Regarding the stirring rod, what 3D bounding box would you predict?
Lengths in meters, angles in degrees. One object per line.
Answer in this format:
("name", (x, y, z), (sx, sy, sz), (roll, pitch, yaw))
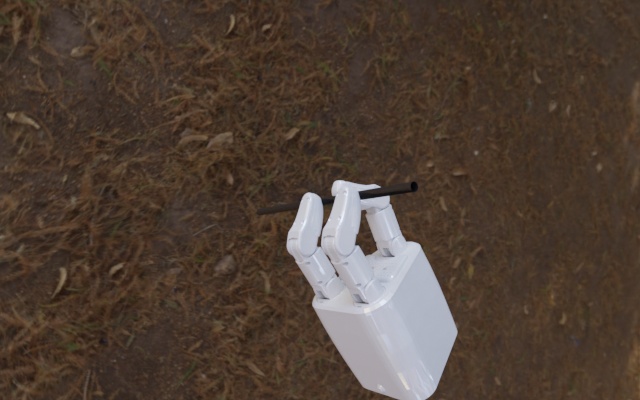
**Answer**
("stirring rod", (0.000, 0.002, 0.455), (0.011, 0.011, 0.239), (0, -6, -36))
